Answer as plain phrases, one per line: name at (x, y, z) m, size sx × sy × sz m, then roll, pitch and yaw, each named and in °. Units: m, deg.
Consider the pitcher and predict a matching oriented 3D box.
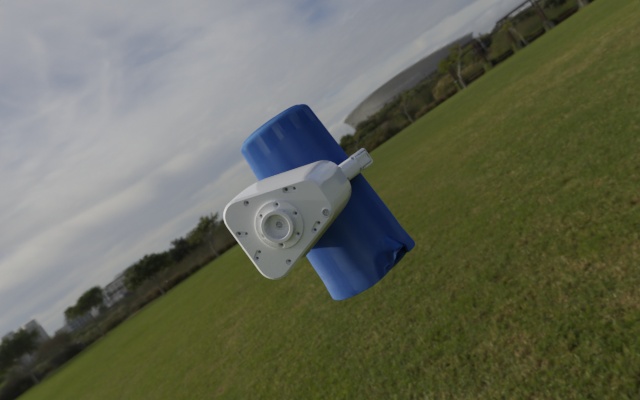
pitcher at (0.000, 0.002, 0.641) m, size 0.149 × 0.243 × 0.145 m, roll -34°, pitch 4°, yaw 17°
